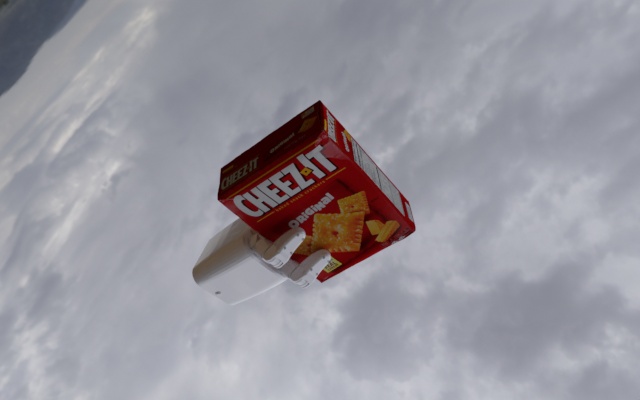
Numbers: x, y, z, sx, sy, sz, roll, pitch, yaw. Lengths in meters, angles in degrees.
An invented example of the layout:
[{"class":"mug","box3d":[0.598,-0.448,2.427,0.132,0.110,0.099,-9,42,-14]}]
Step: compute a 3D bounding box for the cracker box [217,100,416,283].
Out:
[{"class":"cracker box","box3d":[0.000,0.002,0.622,0.164,0.072,0.214,-31,-52,21]}]
